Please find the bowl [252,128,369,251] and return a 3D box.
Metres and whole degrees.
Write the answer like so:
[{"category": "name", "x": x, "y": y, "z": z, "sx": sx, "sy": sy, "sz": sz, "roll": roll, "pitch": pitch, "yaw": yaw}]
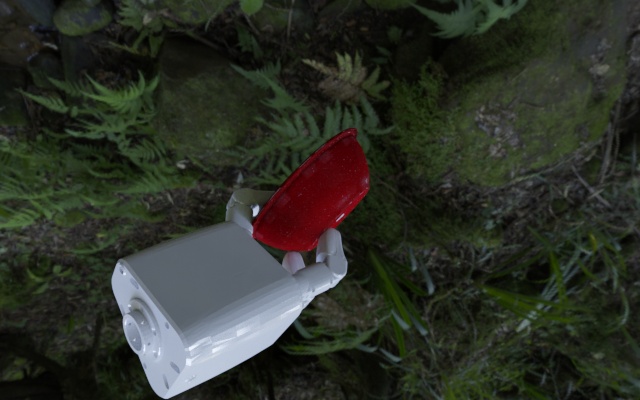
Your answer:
[{"category": "bowl", "x": 0.001, "y": 0.001, "z": 0.500, "sx": 0.055, "sy": 0.162, "sz": 0.162, "roll": 44, "pitch": 6, "yaw": 7}]
